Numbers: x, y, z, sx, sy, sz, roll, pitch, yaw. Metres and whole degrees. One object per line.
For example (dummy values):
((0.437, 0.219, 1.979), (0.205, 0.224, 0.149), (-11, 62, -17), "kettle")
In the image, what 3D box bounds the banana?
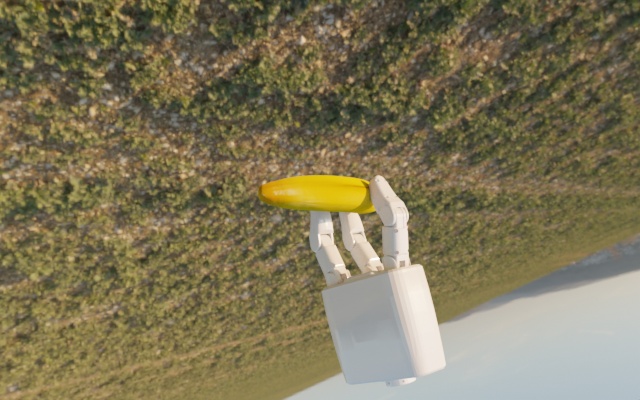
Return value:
((0.017, -0.003, 0.518), (0.069, 0.037, 0.198), (-17, -12, 29), "banana")
